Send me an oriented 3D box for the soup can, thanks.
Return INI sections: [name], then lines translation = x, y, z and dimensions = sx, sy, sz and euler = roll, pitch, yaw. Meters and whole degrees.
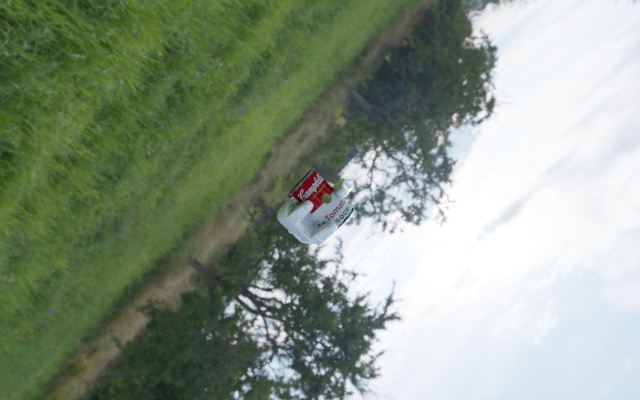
[soup can]
translation = 0.001, 0.003, 0.841
dimensions = 0.102, 0.068, 0.068
euler = 44, -6, -6
